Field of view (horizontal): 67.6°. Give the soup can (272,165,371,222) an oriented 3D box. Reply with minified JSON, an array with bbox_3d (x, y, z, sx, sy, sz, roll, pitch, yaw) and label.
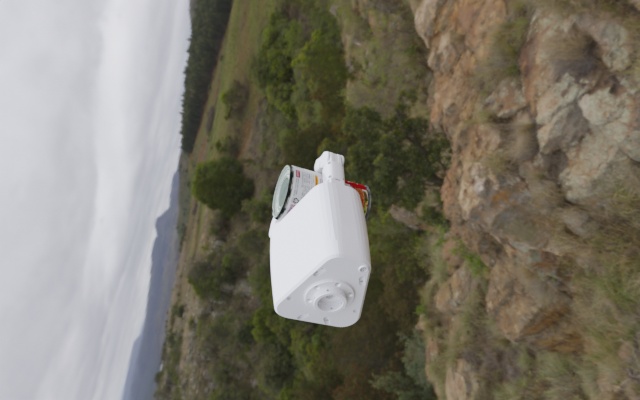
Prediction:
[{"bbox_3d":[0.000,0.001,0.574,0.102,0.068,0.068,14,-4,-17],"label":"soup can"}]
